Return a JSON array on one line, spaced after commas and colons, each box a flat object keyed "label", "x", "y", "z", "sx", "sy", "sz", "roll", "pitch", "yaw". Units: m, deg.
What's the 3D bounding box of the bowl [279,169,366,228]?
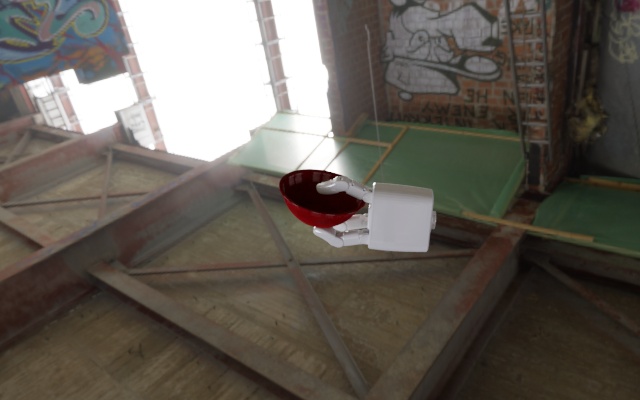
[{"label": "bowl", "x": -0.001, "y": 0.003, "z": 0.879, "sx": 0.162, "sy": 0.055, "sz": 0.162, "roll": 9, "pitch": 31, "yaw": -5}]
